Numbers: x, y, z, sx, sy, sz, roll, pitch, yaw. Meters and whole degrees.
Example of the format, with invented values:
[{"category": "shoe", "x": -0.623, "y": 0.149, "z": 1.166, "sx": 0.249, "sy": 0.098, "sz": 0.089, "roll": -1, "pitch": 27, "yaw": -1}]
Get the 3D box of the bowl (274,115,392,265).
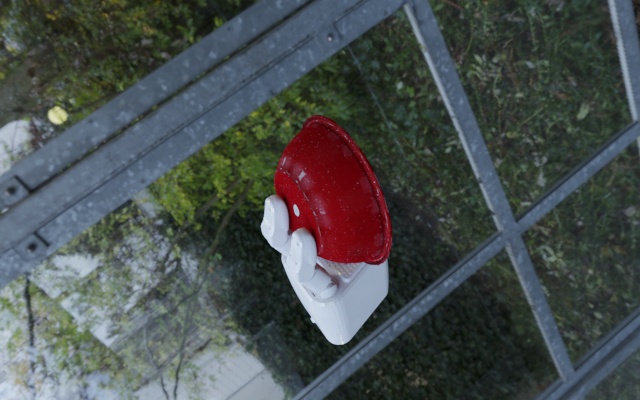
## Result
[{"category": "bowl", "x": -0.001, "y": 0.001, "z": 0.468, "sx": 0.055, "sy": 0.162, "sz": 0.162, "roll": -25, "pitch": 9, "yaw": -20}]
